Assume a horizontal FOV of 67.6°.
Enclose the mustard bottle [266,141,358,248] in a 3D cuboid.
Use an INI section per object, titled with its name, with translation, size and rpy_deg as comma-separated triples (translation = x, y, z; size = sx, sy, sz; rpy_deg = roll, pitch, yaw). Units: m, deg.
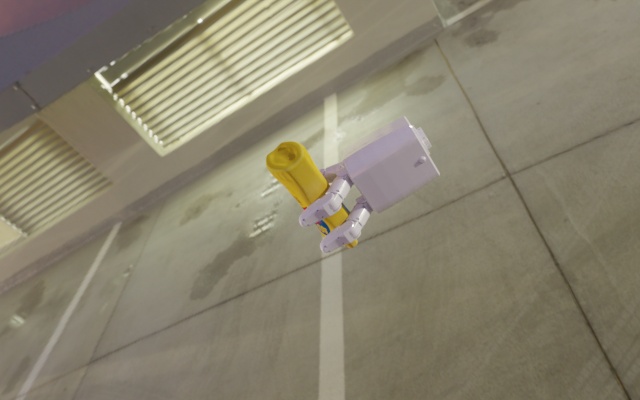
[mustard bottle]
translation = 0.000, 0.002, 0.702
size = 0.058, 0.192, 0.096
rpy_deg = -43, 30, -8
